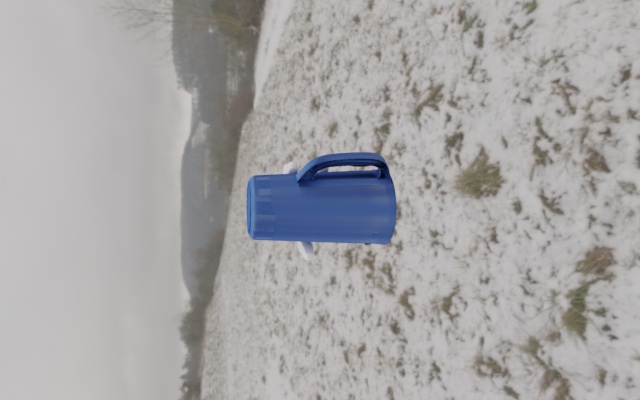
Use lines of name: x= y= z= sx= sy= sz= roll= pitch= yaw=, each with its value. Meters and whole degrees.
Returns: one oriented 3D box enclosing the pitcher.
pitcher: x=0.000 y=0.003 z=0.809 sx=0.243 sy=0.149 sz=0.145 roll=0 pitch=-7 yaw=-12
